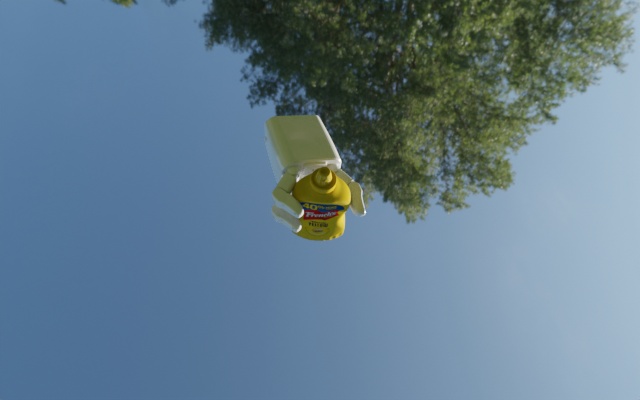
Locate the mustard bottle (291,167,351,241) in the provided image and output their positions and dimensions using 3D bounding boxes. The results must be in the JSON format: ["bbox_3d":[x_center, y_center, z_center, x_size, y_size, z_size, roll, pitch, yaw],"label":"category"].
[{"bbox_3d":[0.000,0.003,0.790,0.096,0.058,0.192,6,-30,-1],"label":"mustard bottle"}]
